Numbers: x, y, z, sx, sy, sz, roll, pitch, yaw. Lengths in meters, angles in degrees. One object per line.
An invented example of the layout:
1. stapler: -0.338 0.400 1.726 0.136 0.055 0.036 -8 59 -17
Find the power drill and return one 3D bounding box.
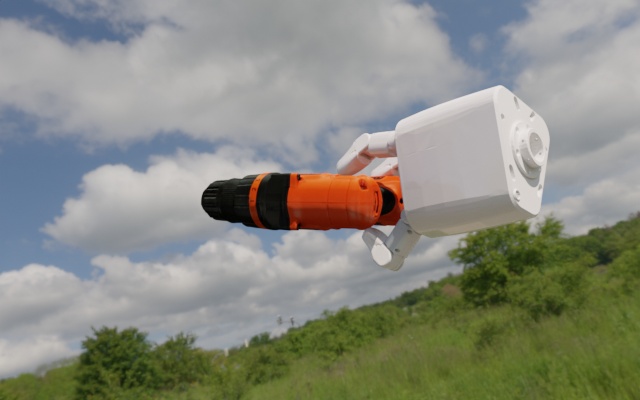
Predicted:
1. power drill: 0.001 0.002 0.487 0.184 0.057 0.187 3 3 30
